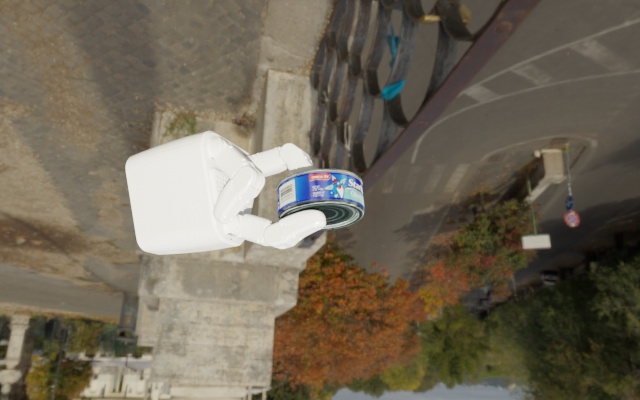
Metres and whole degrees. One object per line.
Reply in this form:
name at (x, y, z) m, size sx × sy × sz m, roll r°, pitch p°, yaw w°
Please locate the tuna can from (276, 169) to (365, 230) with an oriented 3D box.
tuna can at (0.000, 0.002, 0.469) m, size 0.086 × 0.033 × 0.086 m, roll -4°, pitch -21°, yaw -1°
